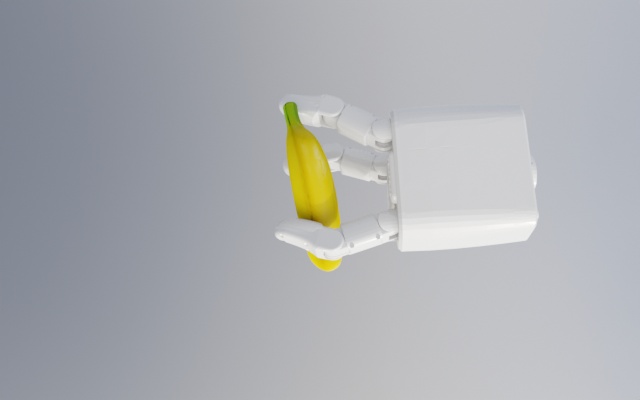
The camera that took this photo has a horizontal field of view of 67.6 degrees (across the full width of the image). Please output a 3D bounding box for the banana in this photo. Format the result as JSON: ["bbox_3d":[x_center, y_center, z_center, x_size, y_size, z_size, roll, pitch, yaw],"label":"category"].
[{"bbox_3d":[0.000,0.011,0.439,0.037,0.198,0.069,-6,39,5],"label":"banana"}]
